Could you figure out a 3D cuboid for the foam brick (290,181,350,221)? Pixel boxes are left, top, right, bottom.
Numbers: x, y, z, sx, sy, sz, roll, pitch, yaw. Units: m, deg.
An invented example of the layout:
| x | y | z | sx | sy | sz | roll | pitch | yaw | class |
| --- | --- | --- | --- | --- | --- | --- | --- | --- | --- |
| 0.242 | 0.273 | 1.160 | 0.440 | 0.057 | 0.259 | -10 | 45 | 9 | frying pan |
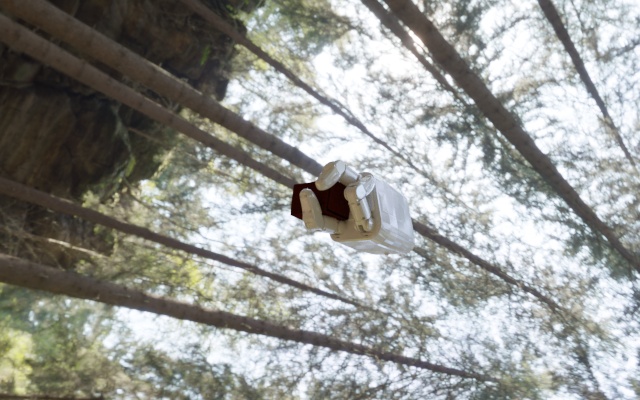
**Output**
| x | y | z | sx | sy | sz | roll | pitch | yaw | class |
| --- | --- | --- | --- | --- | --- | --- | --- | --- | --- |
| 0.000 | 0.002 | 0.729 | 0.078 | 0.053 | 0.051 | -8 | -23 | 42 | foam brick |
